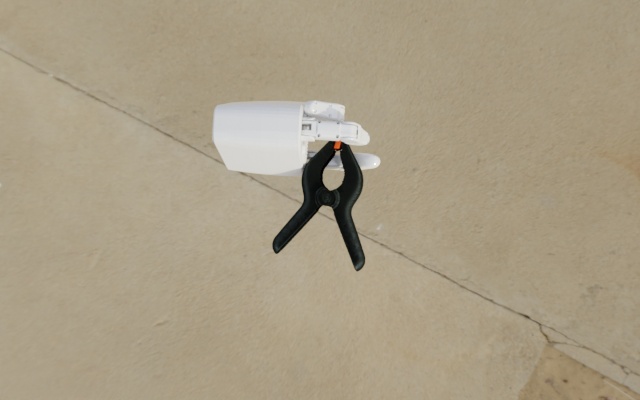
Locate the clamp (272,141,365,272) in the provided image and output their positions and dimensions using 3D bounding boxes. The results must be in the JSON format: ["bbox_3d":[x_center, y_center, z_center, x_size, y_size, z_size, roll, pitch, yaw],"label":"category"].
[{"bbox_3d":[0.000,0.002,0.609,0.120,0.171,0.039,3,-3,2],"label":"clamp"}]
